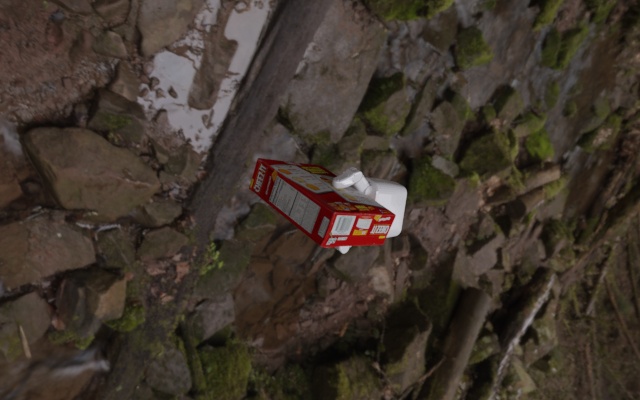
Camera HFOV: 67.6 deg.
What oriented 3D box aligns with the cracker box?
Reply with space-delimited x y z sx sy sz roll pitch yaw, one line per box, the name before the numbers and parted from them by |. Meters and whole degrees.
cracker box | 0.000 0.003 0.849 0.164 0.072 0.213 3 24 -46
